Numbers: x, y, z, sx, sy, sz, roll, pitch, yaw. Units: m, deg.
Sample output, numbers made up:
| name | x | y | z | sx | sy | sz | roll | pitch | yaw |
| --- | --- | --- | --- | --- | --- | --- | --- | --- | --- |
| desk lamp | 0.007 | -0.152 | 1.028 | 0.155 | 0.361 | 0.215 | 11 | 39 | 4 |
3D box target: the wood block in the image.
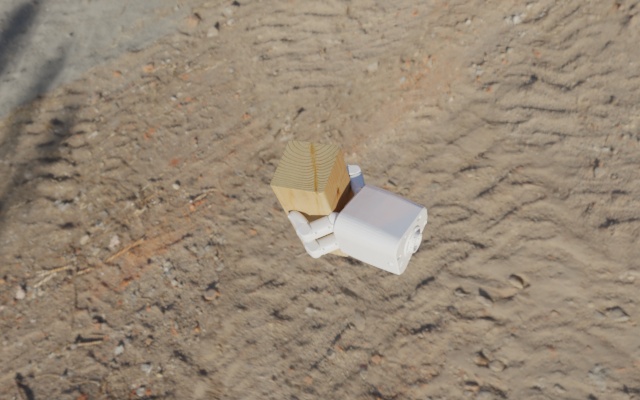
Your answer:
| name | x | y | z | sx | sy | sz | roll | pitch | yaw |
| --- | --- | --- | --- | --- | --- | --- | --- | --- | --- |
| wood block | 0.001 | 0.002 | 0.802 | 0.090 | 0.090 | 0.206 | 9 | -30 | 21 |
